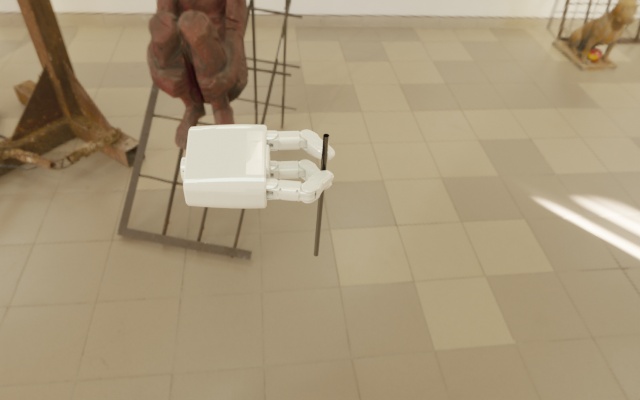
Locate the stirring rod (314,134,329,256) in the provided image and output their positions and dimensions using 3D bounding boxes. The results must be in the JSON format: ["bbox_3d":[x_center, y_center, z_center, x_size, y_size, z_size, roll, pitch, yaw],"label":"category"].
[{"bbox_3d":[0.000,0.002,0.701,0.011,0.240,0.011,3,44,-2],"label":"stirring rod"}]
